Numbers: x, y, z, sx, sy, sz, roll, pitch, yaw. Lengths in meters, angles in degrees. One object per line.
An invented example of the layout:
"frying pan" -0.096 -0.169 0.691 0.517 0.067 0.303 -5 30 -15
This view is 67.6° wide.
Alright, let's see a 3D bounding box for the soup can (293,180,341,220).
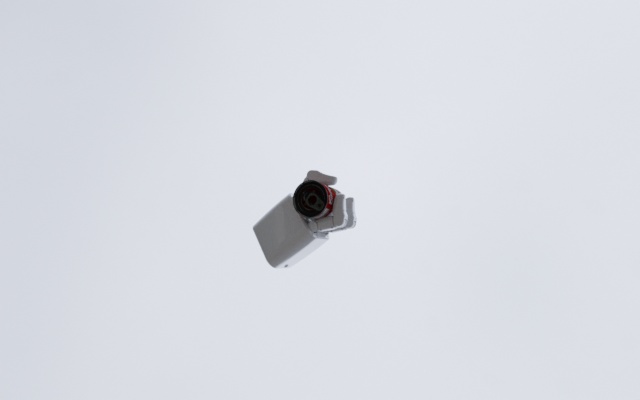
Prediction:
"soup can" 0.001 0.003 0.889 0.068 0.068 0.102 0 -7 22
